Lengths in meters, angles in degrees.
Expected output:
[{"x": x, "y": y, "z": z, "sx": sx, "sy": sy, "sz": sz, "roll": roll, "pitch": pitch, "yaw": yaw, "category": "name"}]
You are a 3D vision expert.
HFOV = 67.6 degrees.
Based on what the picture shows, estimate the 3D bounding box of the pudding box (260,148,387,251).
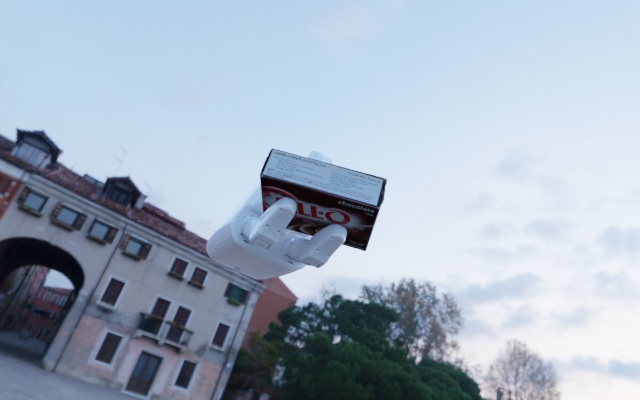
[{"x": 0.000, "y": 0.001, "z": 0.460, "sx": 0.113, "sy": 0.039, "sz": 0.090, "roll": 14, "pitch": -29, "yaw": 4, "category": "pudding box"}]
